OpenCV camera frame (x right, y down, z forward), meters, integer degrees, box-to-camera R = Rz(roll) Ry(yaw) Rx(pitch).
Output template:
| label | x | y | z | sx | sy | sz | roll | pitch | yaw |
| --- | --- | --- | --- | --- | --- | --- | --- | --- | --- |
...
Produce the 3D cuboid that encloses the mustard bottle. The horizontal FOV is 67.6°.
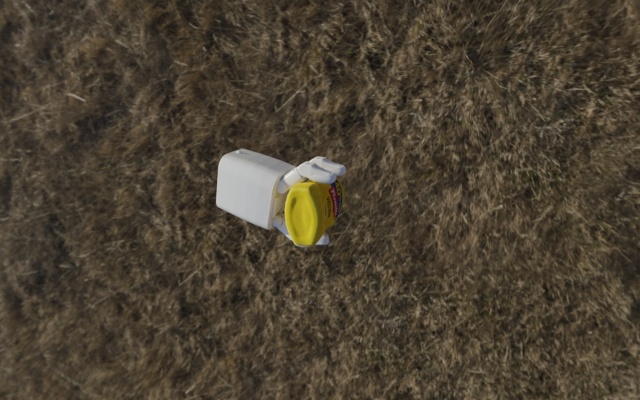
| label | x | y | z | sx | sy | sz | roll | pitch | yaw |
| --- | --- | --- | --- | --- | --- | --- | --- | --- | --- |
| mustard bottle | 0.000 | 0.003 | 0.808 | 0.058 | 0.096 | 0.191 | -1 | 14 | 19 |
